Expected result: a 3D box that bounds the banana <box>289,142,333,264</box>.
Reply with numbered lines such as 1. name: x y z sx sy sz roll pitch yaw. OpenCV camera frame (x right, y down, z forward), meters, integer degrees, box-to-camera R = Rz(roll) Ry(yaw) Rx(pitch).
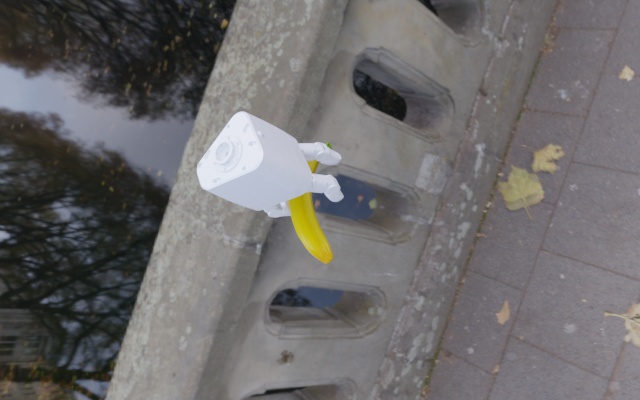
1. banana: -0.017 0.002 0.739 0.069 0.197 0.037 -8 -19 21
